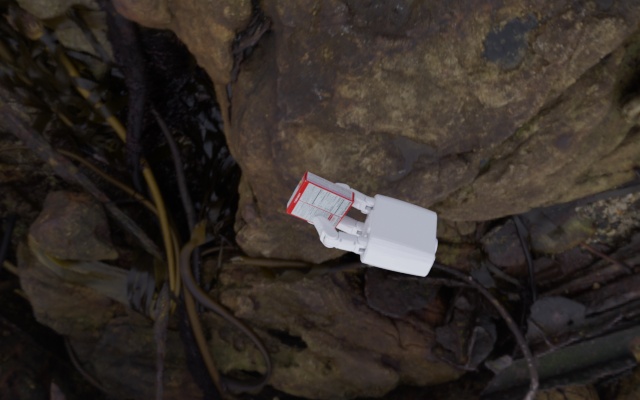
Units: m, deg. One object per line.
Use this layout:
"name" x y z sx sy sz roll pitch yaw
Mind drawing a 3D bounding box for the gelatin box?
"gelatin box" 0.000 0.003 0.768 0.089 0.073 0.030 23 36 -14
